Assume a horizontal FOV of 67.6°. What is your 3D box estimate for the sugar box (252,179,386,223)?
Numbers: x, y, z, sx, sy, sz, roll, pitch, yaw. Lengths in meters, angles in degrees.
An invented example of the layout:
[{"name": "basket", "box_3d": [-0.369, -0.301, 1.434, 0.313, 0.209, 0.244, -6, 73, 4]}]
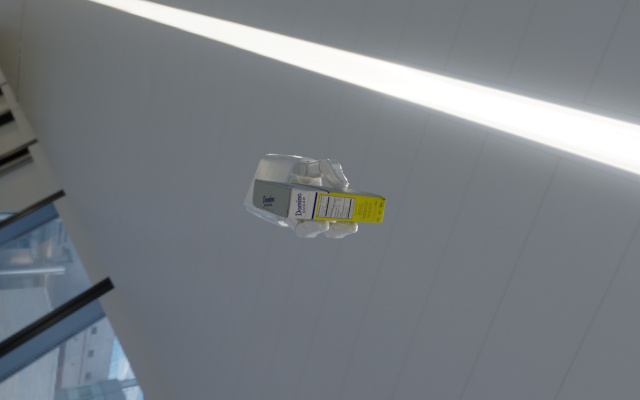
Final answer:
[{"name": "sugar box", "box_3d": [0.000, 0.003, 0.687, 0.176, 0.048, 0.093, 2, 8, -38]}]
